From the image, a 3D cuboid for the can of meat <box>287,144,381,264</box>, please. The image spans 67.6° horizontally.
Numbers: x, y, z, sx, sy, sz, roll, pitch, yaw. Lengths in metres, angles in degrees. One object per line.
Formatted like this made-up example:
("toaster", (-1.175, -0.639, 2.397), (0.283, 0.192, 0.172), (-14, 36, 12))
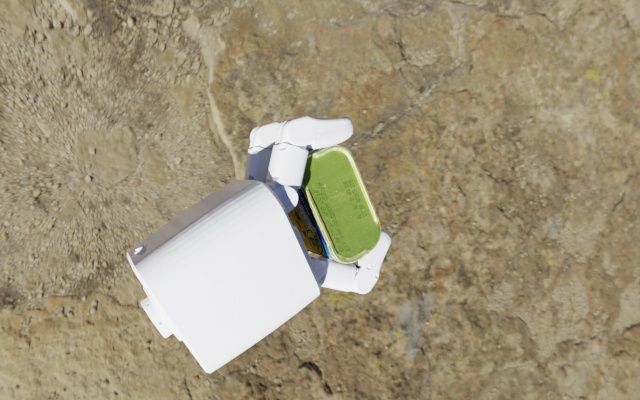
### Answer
("can of meat", (0.000, 0.001, 0.417), (0.057, 0.102, 0.084), (-30, 15, -21))
